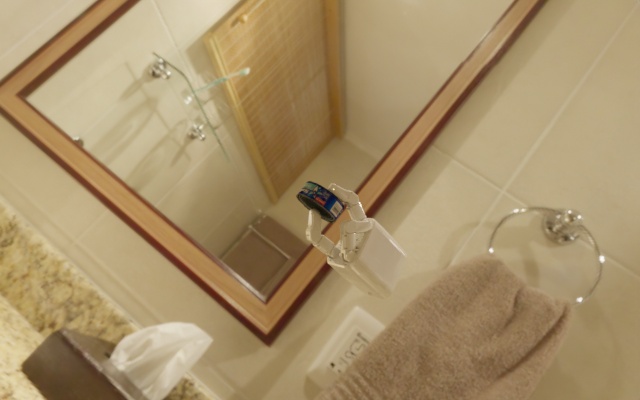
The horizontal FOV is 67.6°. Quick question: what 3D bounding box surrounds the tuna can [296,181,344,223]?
[{"bbox_3d":[0.000,0.002,0.866,0.086,0.033,0.086,33,-13,9],"label":"tuna can"}]
